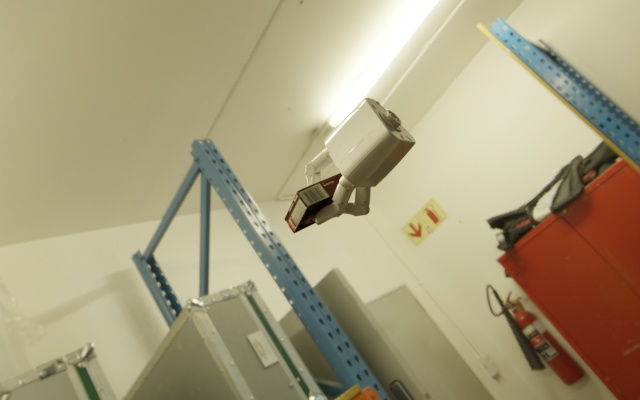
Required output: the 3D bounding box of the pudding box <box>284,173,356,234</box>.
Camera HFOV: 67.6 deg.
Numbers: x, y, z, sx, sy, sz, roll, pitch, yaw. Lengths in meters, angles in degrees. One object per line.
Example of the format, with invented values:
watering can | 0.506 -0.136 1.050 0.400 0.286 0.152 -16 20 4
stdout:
pudding box | 0.000 0.003 0.832 0.113 0.039 0.090 -22 -24 -32
